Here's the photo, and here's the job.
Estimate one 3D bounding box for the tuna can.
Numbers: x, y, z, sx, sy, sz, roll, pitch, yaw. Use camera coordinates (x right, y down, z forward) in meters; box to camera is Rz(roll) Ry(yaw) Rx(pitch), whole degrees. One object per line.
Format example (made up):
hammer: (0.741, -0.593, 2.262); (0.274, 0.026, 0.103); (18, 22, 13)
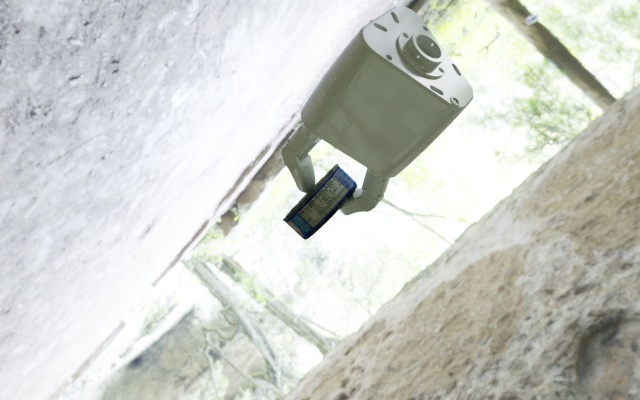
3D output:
tuna can: (0.000, 0.002, 0.514); (0.034, 0.086, 0.086); (44, -4, -4)
